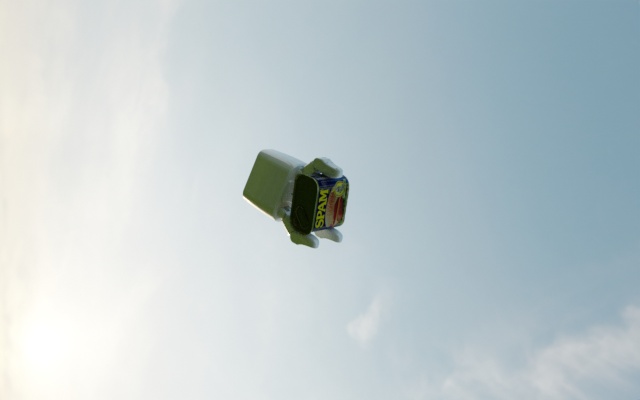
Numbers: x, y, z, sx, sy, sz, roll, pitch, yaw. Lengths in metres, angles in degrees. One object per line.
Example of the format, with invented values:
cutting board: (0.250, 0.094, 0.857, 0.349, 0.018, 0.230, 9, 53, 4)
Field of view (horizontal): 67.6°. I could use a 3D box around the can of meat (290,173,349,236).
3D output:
can of meat: (0.000, 0.003, 0.823, 0.084, 0.102, 0.057, -9, 24, -44)
